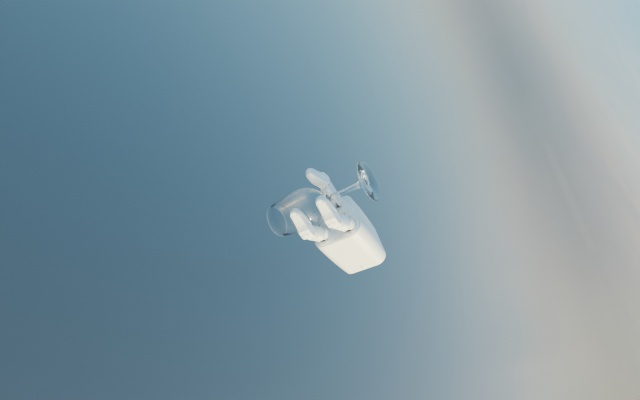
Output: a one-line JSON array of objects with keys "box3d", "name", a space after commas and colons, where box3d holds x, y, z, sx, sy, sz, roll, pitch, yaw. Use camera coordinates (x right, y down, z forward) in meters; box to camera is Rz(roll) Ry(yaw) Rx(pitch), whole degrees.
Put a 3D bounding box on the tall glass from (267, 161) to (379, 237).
[{"box3d": [0.001, 0.002, 0.855, 0.201, 0.079, 0.079, -23, -11, 26], "name": "tall glass"}]
